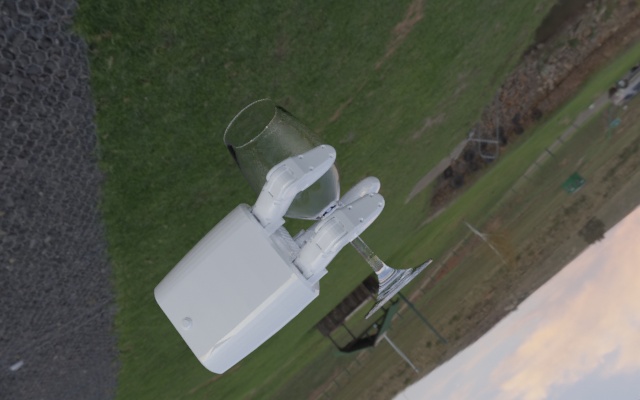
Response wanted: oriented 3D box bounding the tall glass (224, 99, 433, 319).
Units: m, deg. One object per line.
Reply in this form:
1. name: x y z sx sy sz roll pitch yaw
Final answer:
1. tall glass: 0.001 0.002 0.416 0.079 0.201 0.079 -39 -14 -11
